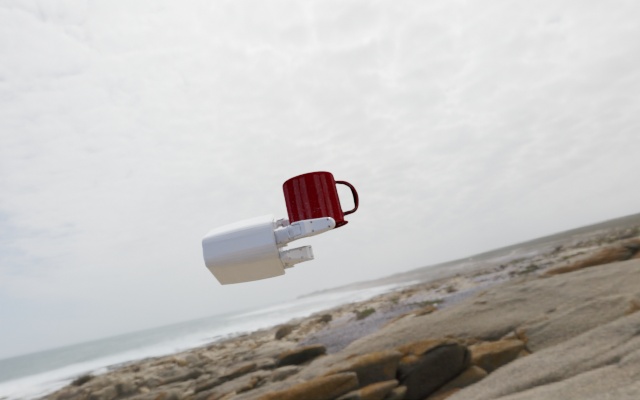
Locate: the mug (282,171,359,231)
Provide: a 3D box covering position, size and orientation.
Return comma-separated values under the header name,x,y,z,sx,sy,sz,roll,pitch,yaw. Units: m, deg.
name,x,y,z,sx,sy,sz,roll,pitch,yaw
mug,0.001,0.002,0.723,0.117,0.081,0.093,-12,-10,-2
